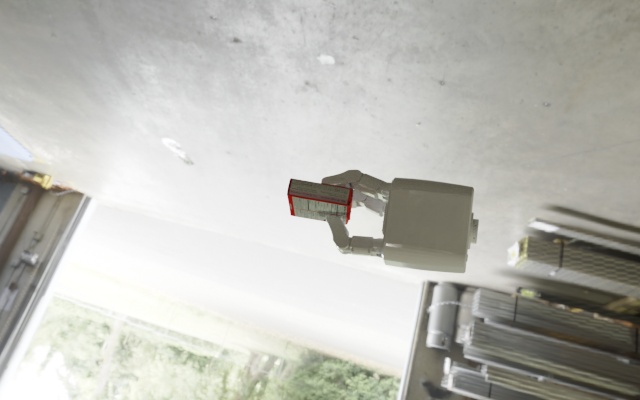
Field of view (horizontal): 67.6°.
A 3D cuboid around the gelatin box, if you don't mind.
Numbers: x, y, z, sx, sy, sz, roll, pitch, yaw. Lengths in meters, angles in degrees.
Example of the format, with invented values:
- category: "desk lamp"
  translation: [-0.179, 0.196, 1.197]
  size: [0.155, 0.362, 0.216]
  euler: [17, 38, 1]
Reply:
- category: "gelatin box"
  translation: [0.000, 0.003, 0.674]
  size: [0.089, 0.030, 0.073]
  euler: [9, -23, 5]
